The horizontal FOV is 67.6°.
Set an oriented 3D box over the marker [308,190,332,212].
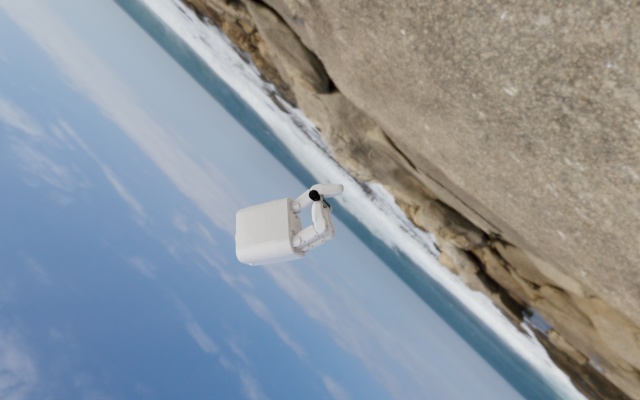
[{"bbox_3d":[0.000,0.003,0.893,0.020,0.020,0.121,0,-14,14],"label":"marker"}]
